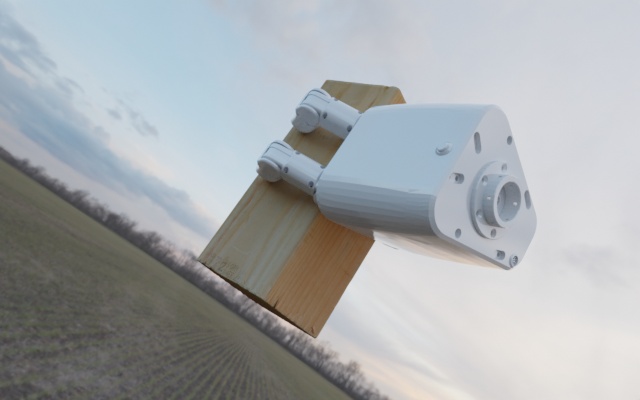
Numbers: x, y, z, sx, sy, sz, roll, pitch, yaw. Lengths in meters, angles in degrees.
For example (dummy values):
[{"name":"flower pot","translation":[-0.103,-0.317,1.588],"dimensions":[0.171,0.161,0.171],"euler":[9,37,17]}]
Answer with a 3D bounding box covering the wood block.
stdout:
[{"name":"wood block","translation":[0.001,0.002,0.429],"dimensions":[0.090,0.206,0.091],"euler":[19,-22,42]}]
